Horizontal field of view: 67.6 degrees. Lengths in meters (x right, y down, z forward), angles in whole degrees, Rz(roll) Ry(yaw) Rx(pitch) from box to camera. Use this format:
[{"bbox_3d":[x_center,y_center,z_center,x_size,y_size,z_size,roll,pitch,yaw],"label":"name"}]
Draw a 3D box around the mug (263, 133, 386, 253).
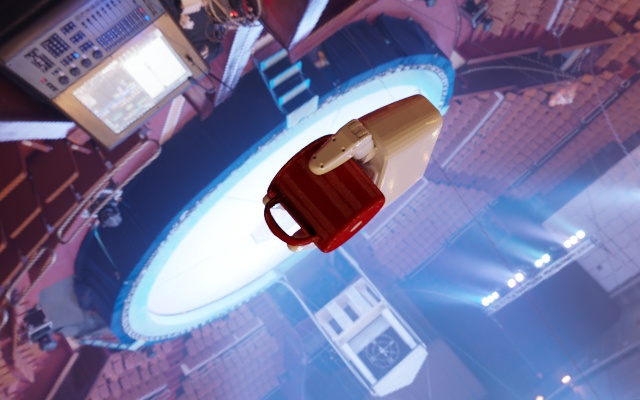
[{"bbox_3d":[-0.001,0.002,0.455,0.117,0.081,0.093,-32,-15,-34],"label":"mug"}]
